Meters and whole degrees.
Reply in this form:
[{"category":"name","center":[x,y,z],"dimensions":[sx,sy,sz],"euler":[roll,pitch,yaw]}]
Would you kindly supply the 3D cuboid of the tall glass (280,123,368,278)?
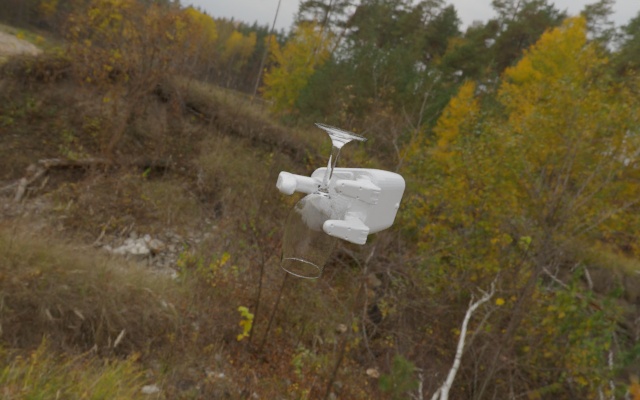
[{"category":"tall glass","center":[0.000,0.001,0.648],"dimensions":[0.079,0.201,0.079],"euler":[16,12,-4]}]
